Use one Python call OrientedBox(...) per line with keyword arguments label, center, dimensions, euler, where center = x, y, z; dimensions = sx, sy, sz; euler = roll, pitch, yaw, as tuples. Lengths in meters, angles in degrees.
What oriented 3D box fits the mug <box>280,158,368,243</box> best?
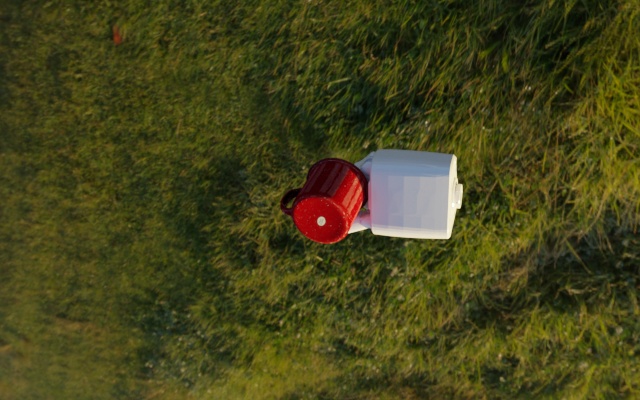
OrientedBox(label="mug", center=(-0.001, 0.002, 0.643), dimensions=(0.117, 0.093, 0.081), euler=(3, 36, 21))
